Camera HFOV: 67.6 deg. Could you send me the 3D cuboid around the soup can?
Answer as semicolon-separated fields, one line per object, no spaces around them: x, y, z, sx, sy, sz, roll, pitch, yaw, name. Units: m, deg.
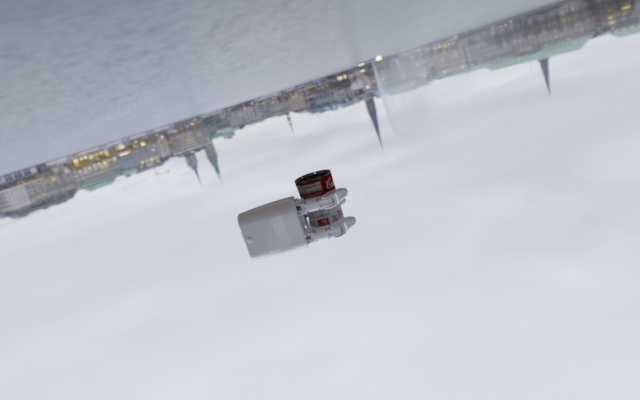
0.001;0.003;0.860;0.068;0.102;0.068;-16;14;4;soup can
